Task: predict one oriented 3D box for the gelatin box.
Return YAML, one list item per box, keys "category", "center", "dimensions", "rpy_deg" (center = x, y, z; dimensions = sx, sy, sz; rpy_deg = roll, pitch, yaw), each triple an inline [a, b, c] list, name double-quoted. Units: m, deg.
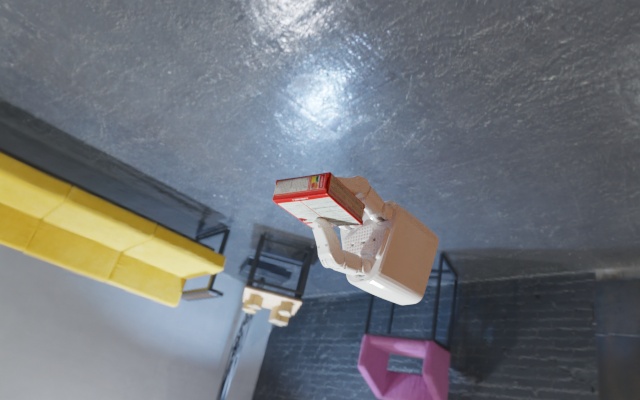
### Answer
- category: "gelatin box"
  center: [0.000, 0.002, 0.554]
  dimensions: [0.073, 0.030, 0.089]
  rpy_deg: [-6, -27, 32]
